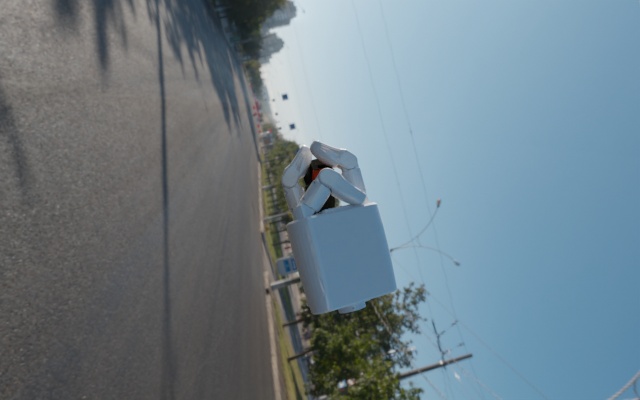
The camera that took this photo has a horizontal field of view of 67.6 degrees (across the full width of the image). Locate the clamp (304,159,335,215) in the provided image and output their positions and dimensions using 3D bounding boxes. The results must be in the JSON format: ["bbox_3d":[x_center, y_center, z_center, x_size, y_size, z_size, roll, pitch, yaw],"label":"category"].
[{"bbox_3d":[0.001,0.002,0.647,0.039,0.120,0.171,-14,-6,-4],"label":"clamp"}]
